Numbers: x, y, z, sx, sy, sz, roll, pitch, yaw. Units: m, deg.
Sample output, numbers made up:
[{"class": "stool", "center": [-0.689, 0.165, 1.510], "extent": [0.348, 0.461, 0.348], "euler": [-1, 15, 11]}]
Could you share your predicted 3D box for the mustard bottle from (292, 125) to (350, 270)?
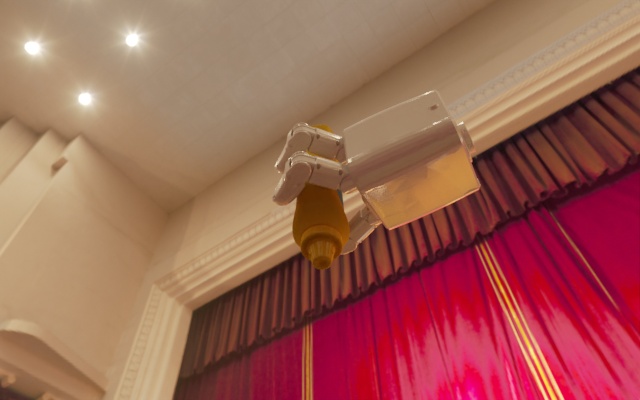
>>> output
[{"class": "mustard bottle", "center": [0.000, 0.002, 0.520], "extent": [0.058, 0.096, 0.191], "euler": [-4, 37, 1]}]
